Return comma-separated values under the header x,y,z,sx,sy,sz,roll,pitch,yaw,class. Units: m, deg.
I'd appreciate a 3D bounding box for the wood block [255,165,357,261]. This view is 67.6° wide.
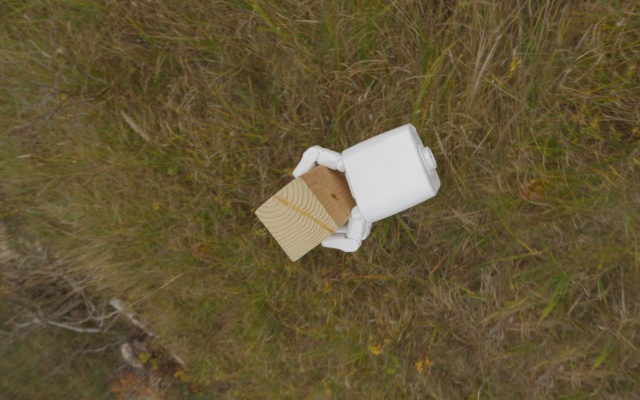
x,y,z,sx,sy,sz,roll,pitch,yaw,class
0.000,0.002,0.735,0.090,0.091,0.206,-38,-1,23,wood block
